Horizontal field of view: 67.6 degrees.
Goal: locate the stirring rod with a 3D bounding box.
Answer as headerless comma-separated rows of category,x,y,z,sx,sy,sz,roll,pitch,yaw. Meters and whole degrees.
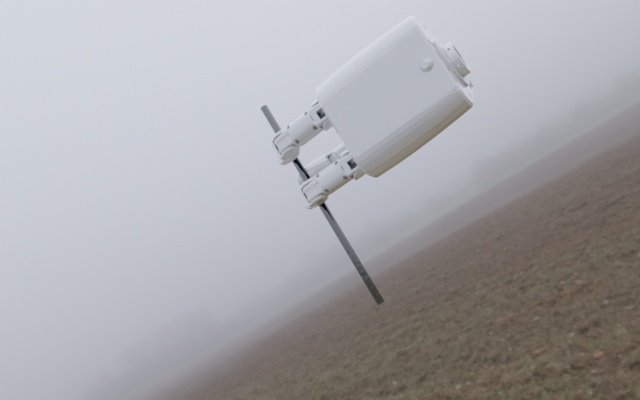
stirring rod,0.000,0.002,0.498,0.011,0.239,0.011,-30,-8,-5
